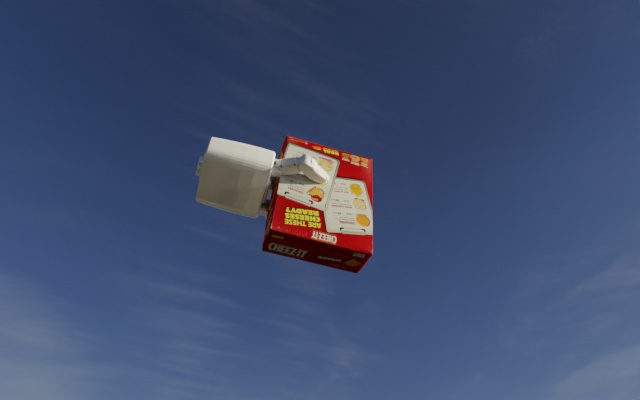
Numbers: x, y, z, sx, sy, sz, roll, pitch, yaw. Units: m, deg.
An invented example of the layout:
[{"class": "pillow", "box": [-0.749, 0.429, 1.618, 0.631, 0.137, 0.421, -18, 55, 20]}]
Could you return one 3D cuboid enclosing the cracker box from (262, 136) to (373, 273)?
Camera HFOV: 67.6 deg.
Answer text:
[{"class": "cracker box", "box": [0.000, 0.002, 0.801, 0.164, 0.213, 0.072, 15, -42, -10]}]
